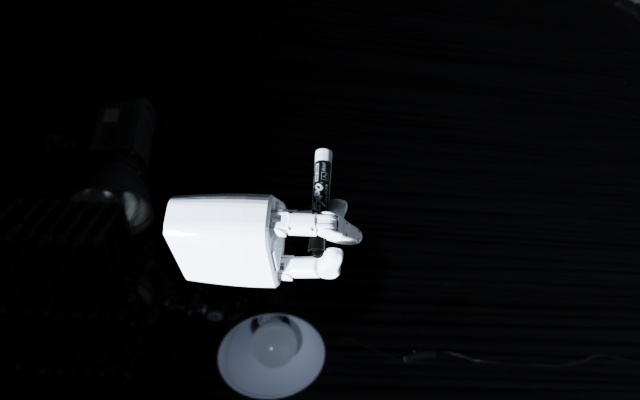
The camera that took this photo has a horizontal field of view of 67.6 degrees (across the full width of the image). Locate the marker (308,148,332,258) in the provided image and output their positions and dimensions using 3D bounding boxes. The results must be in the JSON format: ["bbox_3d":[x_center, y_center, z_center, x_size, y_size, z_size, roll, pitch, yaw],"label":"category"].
[{"bbox_3d":[0.000,0.002,0.501,0.020,0.121,0.020,3,-24,1],"label":"marker"}]
